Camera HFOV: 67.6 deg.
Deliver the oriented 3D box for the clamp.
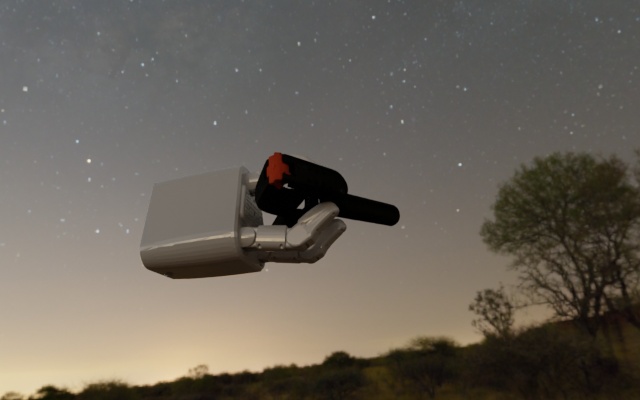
[{"bbox_3d":[0.000,0.001,0.511,0.164,0.036,0.210,-8,-20,8],"label":"clamp"}]
